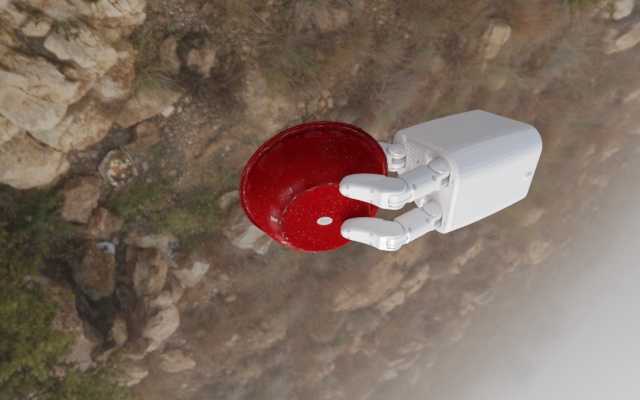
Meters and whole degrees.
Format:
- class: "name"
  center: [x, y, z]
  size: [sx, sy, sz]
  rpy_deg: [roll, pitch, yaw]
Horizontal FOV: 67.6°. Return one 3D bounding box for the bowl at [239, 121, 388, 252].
- class: "bowl"
  center: [-0.001, 0.002, 0.488]
  size: [0.162, 0.162, 0.055]
  rpy_deg: [0, 40, -16]
